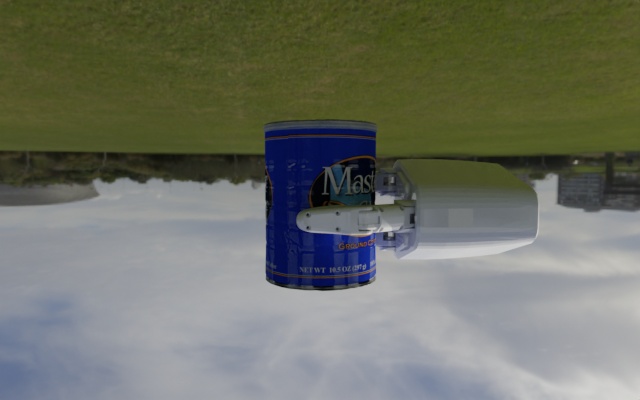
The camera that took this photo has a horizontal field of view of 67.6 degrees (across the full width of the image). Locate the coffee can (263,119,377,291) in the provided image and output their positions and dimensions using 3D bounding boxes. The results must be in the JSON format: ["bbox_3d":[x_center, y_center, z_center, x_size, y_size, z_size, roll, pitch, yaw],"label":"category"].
[{"bbox_3d":[0.000,0.001,0.437,0.103,0.140,0.103,0,4,0],"label":"coffee can"}]
